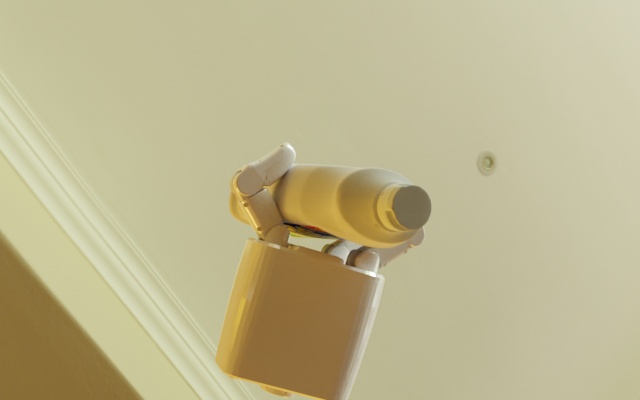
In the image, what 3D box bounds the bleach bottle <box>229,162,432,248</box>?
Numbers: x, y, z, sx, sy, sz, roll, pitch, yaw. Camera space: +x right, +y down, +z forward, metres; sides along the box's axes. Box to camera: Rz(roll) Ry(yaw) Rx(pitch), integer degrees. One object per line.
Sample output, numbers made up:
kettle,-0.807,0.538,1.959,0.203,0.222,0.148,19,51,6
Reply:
bleach bottle,0.000,0.001,0.404,0.102,0.068,0.251,20,-7,-22
